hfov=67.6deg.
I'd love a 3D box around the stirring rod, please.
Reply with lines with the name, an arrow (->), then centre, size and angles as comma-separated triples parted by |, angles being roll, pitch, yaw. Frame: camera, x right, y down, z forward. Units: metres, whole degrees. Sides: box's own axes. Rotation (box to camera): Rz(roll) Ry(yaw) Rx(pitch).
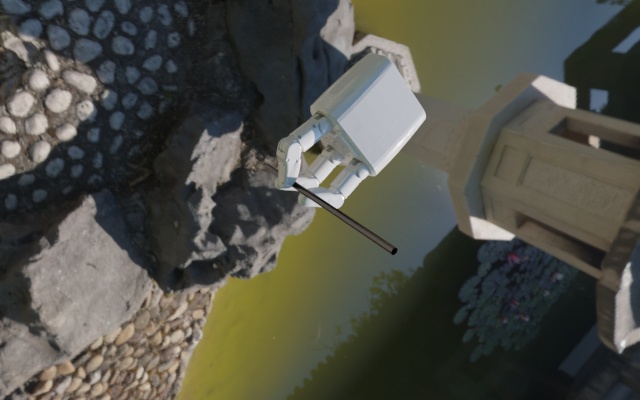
stirring rod -> 0.000, 0.002, 0.535 | 0.011, 0.011, 0.239 | 0, 23, -39
